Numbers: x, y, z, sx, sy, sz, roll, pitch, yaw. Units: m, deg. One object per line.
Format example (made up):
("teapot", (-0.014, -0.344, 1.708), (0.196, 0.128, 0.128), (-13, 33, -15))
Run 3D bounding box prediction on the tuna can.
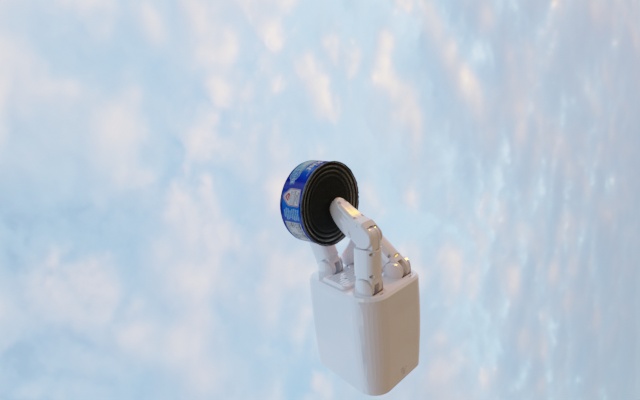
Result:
("tuna can", (0.000, 0.001, 0.485), (0.034, 0.086, 0.086), (9, 6, 42))
